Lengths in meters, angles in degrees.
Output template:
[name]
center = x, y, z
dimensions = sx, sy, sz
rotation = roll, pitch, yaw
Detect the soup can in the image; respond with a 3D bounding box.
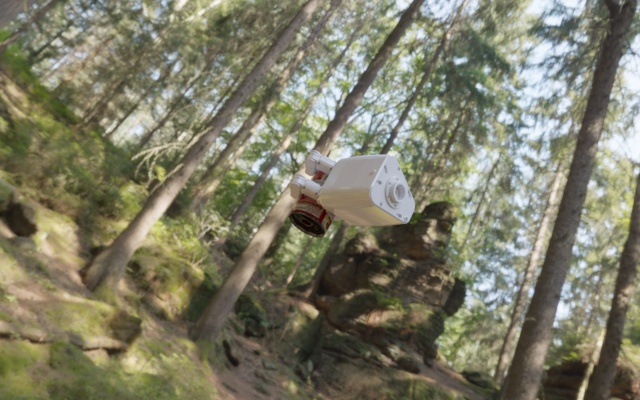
[soup can]
center = 0.000, 0.003, 0.817
dimensions = 0.068, 0.102, 0.068
rotation = 23, -28, 13
